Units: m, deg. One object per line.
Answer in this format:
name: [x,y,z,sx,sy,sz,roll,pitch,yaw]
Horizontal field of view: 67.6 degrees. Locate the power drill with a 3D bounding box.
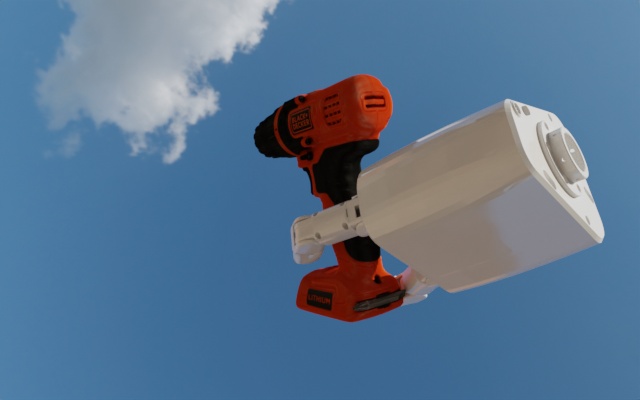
power drill: [0.000,0.002,0.414,0.057,0.187,0.184,-11,3,-30]
